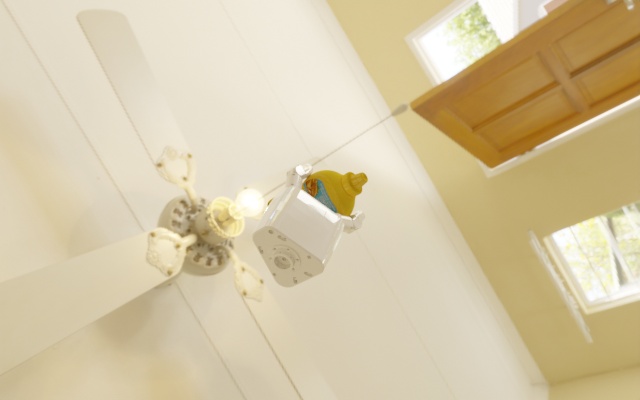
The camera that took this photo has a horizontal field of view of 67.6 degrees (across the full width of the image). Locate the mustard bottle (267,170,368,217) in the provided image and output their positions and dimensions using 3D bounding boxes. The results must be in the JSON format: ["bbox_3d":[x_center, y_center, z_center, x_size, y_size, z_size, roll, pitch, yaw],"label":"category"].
[{"bbox_3d":[0.000,0.003,0.811,0.192,0.096,0.058,-30,-5,33],"label":"mustard bottle"}]
